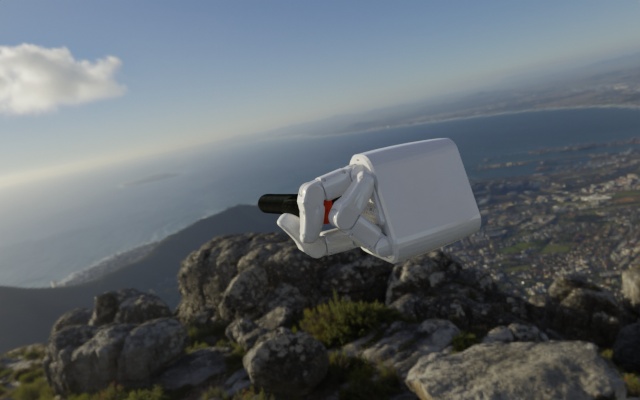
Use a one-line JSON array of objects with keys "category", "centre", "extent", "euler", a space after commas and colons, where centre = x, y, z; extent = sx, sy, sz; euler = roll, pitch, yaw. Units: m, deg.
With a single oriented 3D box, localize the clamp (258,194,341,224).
[{"category": "clamp", "centre": [0.000, 0.001, 0.567], "extent": [0.120, 0.039, 0.171], "euler": [-15, 11, -18]}]
